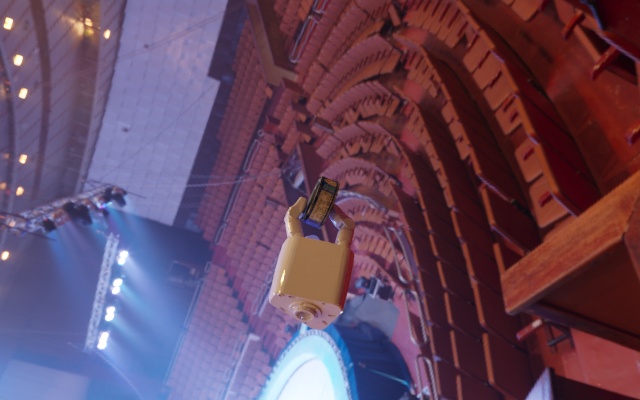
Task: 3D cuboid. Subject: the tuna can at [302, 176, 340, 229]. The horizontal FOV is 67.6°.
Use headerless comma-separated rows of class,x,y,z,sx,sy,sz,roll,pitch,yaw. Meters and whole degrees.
tuna can,0.000,0.002,0.812,0.034,0.086,0.086,23,-3,-6
